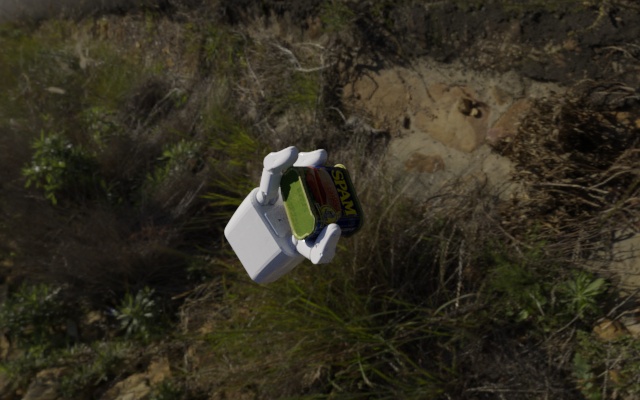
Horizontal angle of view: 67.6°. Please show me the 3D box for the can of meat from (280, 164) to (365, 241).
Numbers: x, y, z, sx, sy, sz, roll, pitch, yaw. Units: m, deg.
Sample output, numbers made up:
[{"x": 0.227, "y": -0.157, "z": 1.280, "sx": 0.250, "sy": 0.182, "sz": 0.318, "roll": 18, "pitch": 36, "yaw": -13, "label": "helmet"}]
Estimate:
[{"x": 0.000, "y": 0.002, "z": 0.639, "sx": 0.084, "sy": 0.102, "sz": 0.057, "roll": -2, "pitch": -25, "yaw": -38, "label": "can of meat"}]
